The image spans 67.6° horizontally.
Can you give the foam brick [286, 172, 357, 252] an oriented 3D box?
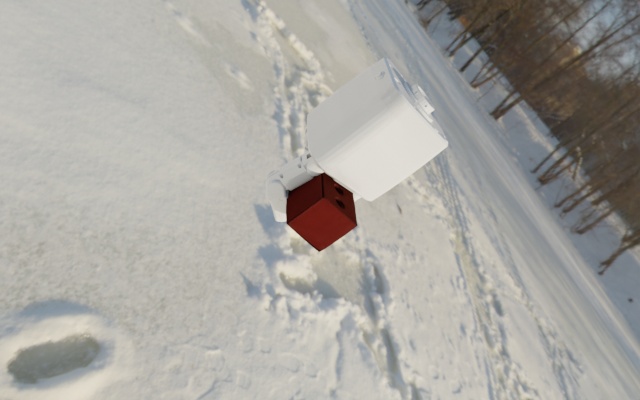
[{"bbox_3d":[0.000,0.002,0.498,0.051,0.078,0.053,-35,-58,22],"label":"foam brick"}]
